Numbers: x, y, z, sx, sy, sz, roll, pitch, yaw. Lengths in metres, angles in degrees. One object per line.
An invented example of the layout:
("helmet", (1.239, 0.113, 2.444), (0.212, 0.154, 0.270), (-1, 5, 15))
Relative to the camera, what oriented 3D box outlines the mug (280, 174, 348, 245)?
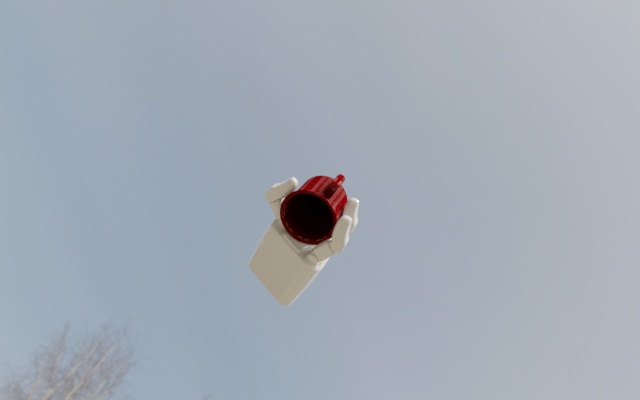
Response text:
("mug", (0.001, 0.001, 0.750), (0.093, 0.117, 0.081), (37, 32, 1))
